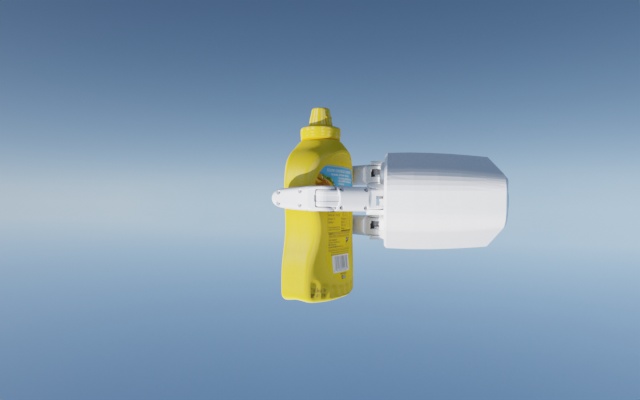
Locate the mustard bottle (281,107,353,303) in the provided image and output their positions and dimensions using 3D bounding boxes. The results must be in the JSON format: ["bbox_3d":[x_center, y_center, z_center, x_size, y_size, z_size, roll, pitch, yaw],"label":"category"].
[{"bbox_3d":[0.000,0.002,0.488,0.058,0.191,0.096,1,-1,32],"label":"mustard bottle"}]
